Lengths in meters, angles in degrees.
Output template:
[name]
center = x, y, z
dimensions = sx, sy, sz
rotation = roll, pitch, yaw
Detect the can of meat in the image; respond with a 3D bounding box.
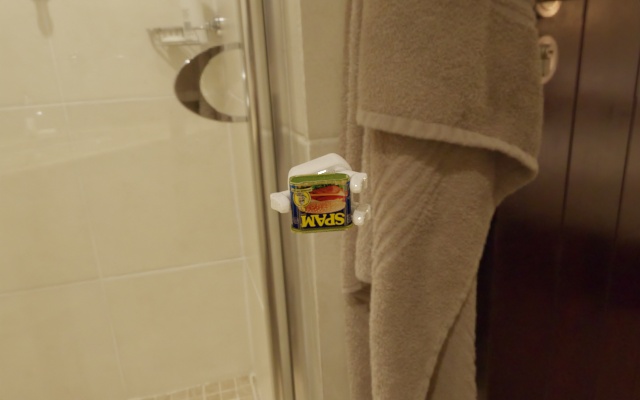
[can of meat]
center = 0.000, 0.002, 0.765
dimensions = 0.102, 0.084, 0.057
rotation = -4, 17, -2
